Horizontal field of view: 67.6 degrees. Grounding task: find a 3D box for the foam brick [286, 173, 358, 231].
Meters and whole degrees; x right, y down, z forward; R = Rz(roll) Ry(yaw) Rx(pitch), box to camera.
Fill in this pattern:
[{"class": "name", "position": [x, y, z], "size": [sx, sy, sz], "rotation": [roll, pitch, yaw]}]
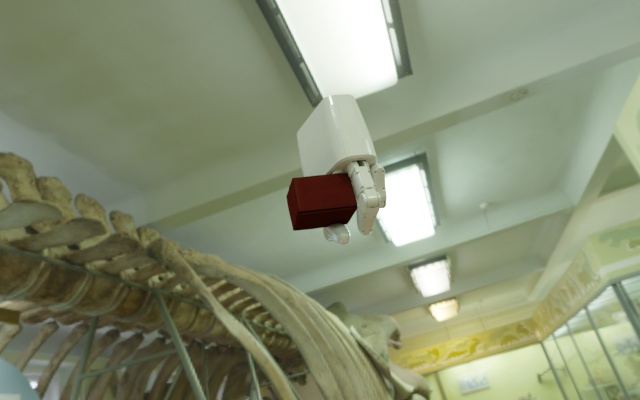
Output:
[{"class": "foam brick", "position": [0.000, 0.002, 0.613], "size": [0.078, 0.051, 0.053], "rotation": [-6, -26, -17]}]
